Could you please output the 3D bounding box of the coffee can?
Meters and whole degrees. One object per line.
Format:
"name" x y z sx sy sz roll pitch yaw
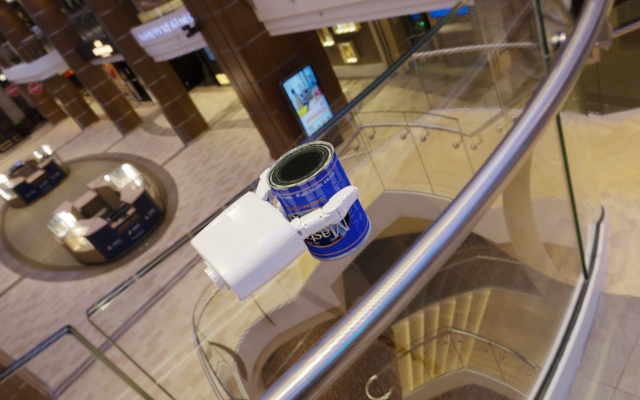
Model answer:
"coffee can" 0.000 0.002 0.680 0.103 0.140 0.102 -20 33 14
